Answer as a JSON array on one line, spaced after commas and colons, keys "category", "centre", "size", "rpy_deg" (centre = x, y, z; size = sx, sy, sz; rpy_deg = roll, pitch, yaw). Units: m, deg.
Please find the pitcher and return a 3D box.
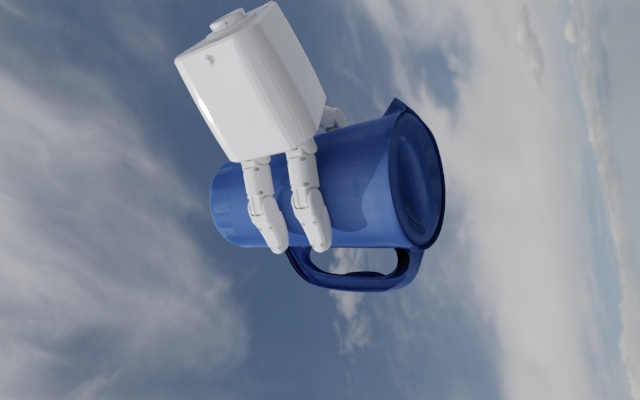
[{"category": "pitcher", "centre": [0.000, 0.001, 0.510], "size": [0.243, 0.145, 0.149], "rpy_deg": [-7, 35, 34]}]
